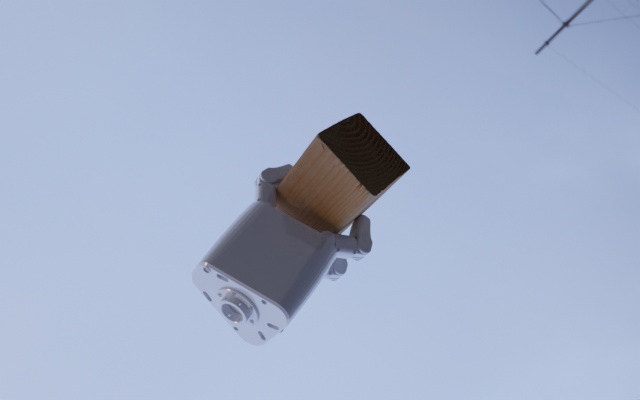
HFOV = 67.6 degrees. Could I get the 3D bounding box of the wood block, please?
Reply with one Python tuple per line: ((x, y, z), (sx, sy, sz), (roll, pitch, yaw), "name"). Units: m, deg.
((0.000, 0.002, 0.586), (0.090, 0.091, 0.206), (-35, -9, -46), "wood block")
